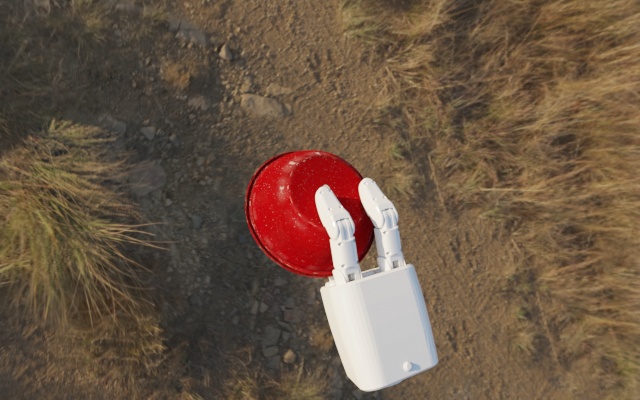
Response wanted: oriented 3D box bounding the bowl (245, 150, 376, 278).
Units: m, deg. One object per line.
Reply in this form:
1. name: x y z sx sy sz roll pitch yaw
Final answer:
1. bowl: 0.000 0.000 0.538 0.162 0.162 0.055 0 -25 -22
